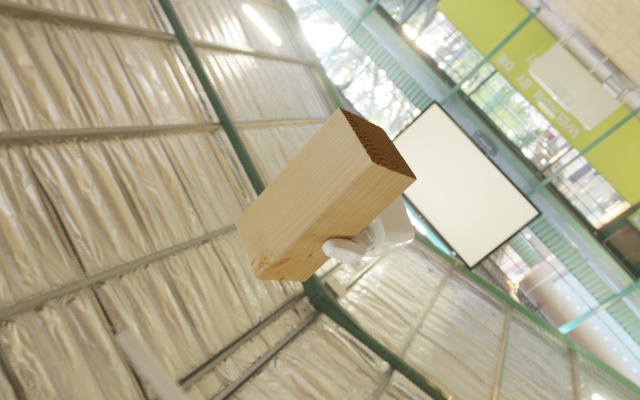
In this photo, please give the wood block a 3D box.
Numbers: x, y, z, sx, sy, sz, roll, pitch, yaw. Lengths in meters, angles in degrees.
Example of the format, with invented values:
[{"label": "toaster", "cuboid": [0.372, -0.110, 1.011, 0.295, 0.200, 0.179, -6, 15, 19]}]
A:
[{"label": "wood block", "cuboid": [0.000, 0.002, 0.577, 0.090, 0.090, 0.206, 14, -51, -46]}]
